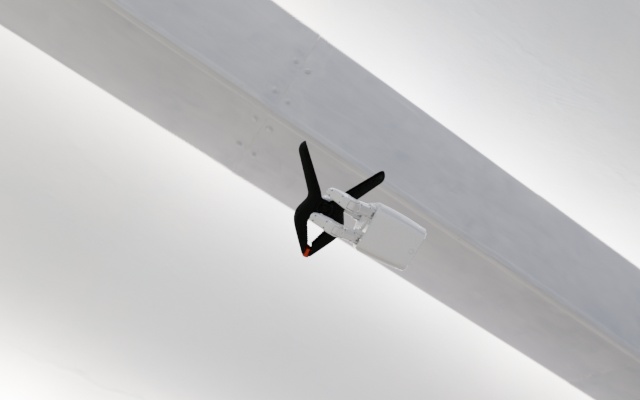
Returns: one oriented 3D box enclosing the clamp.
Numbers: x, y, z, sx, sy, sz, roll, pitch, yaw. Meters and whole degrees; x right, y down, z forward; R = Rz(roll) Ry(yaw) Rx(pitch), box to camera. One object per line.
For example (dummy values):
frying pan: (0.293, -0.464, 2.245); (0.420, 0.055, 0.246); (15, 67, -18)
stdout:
clamp: (0.000, 0.003, 0.881); (0.164, 0.210, 0.036); (28, 12, -5)
